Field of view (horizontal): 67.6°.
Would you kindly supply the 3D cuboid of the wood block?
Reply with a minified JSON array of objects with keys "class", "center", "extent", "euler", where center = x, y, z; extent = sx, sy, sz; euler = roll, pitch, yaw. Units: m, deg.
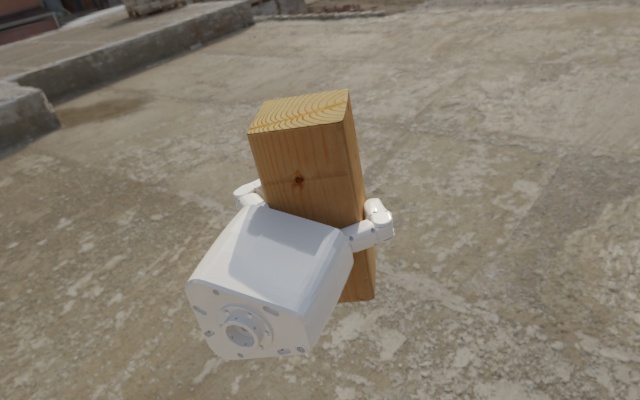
[{"class":"wood block","center":[0.000,0.002,0.501],"extent":[0.091,0.206,0.090],"euler":[-6,31,10]}]
